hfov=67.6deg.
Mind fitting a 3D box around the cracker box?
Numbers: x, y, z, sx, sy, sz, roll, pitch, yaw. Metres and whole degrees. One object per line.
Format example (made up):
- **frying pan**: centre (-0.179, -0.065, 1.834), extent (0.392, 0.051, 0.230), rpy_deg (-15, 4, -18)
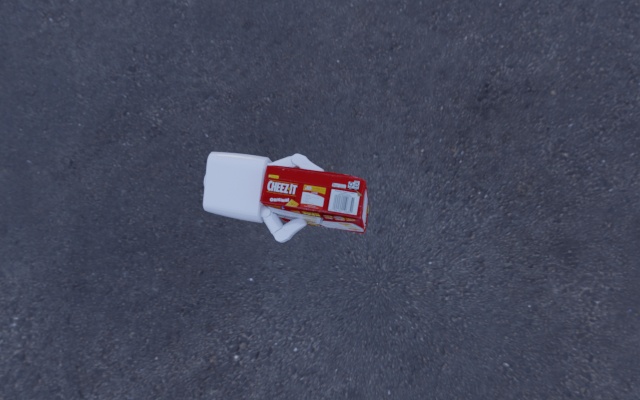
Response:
- **cracker box**: centre (0.000, 0.003, 0.843), extent (0.164, 0.072, 0.214), rpy_deg (9, -9, 8)
